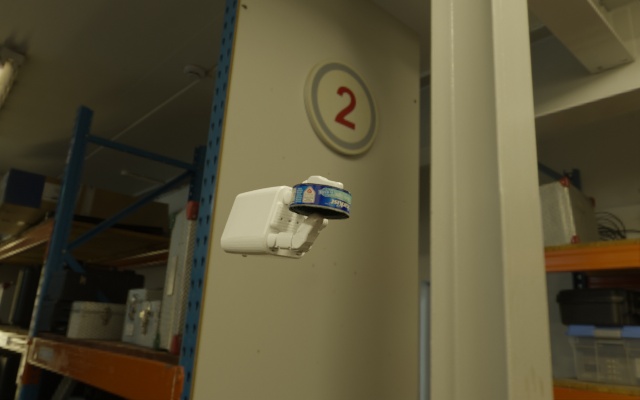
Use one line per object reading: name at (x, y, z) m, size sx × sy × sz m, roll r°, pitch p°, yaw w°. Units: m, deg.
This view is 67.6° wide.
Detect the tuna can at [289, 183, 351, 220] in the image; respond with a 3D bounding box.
tuna can at (0.000, 0.002, 0.670) m, size 0.086 × 0.033 × 0.086 m, roll 7°, pitch -12°, yaw 2°
